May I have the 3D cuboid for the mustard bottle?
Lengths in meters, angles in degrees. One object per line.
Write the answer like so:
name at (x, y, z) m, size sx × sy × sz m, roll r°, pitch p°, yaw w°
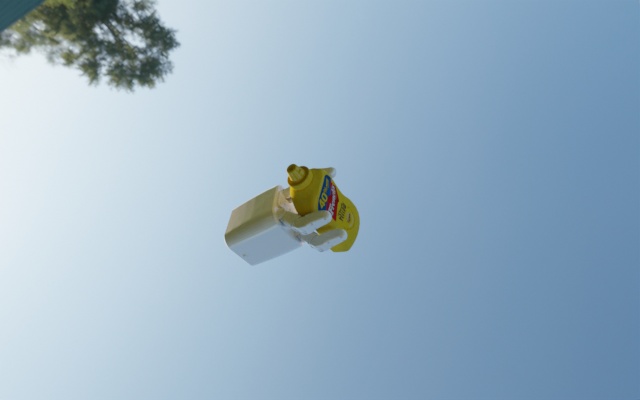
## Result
mustard bottle at (0.001, 0.003, 0.798) m, size 0.058 × 0.096 × 0.192 m, roll -6°, pitch -36°, yaw 32°
